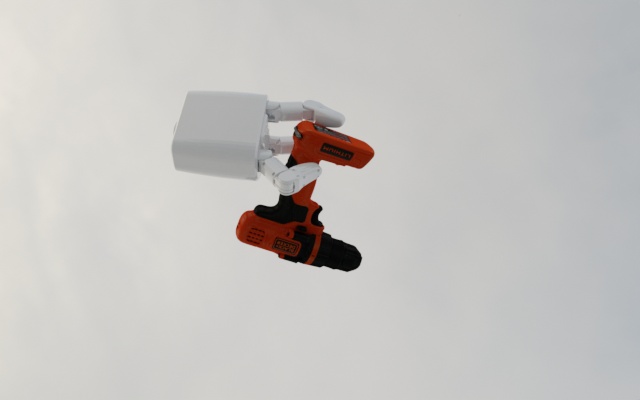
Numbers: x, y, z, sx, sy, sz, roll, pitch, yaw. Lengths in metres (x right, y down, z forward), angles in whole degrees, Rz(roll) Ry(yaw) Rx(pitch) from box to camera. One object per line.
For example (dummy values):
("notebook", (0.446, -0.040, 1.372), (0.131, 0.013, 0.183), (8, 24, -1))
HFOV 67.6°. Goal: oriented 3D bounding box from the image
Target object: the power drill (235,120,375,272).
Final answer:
("power drill", (0.000, 0.002, 0.638), (0.184, 0.188, 0.057), (18, 18, -18))
